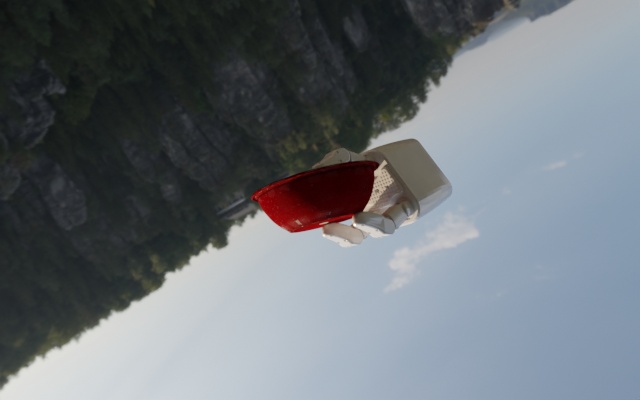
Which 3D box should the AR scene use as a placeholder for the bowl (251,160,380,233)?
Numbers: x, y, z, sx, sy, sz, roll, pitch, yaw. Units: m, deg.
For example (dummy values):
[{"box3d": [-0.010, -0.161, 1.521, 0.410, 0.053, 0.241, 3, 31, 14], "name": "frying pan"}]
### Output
[{"box3d": [-0.001, 0.003, 0.583, 0.162, 0.055, 0.162, -14, -7, -2], "name": "bowl"}]
